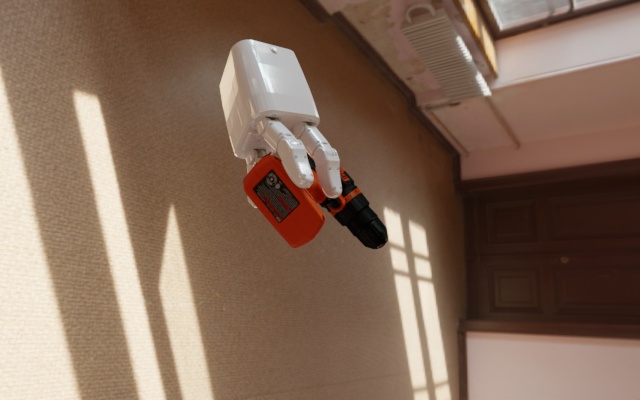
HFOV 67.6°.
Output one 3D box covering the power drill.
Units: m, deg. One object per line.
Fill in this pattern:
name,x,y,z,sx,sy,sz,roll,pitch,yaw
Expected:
power drill,0.000,0.002,0.596,0.057,0.184,0.187,-45,-10,20
